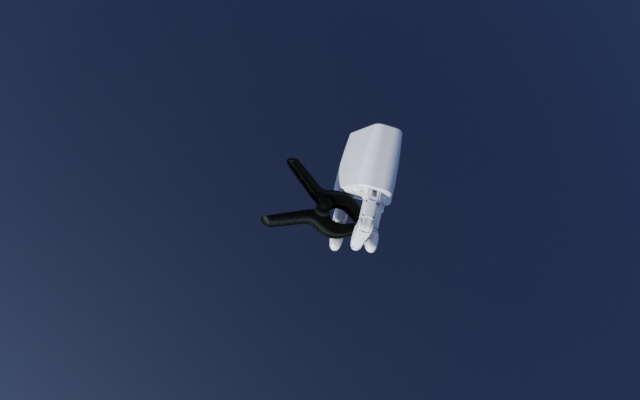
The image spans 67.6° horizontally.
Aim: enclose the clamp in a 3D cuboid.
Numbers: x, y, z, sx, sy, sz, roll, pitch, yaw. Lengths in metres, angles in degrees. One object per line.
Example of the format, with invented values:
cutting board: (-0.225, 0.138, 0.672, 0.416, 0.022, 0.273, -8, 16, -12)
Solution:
clamp: (0.000, 0.003, 0.765, 0.171, 0.120, 0.039, 15, -12, -8)
